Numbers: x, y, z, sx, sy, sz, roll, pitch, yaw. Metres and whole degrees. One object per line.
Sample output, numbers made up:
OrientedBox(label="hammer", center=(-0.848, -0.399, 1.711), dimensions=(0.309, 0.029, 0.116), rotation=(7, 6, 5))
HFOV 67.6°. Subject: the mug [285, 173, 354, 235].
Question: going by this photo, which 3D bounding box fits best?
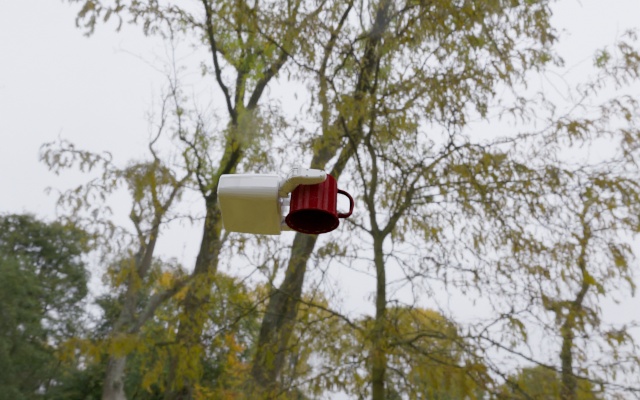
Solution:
OrientedBox(label="mug", center=(0.002, 0.003, 0.825), dimensions=(0.117, 0.081, 0.093), rotation=(2, -31, 2))
